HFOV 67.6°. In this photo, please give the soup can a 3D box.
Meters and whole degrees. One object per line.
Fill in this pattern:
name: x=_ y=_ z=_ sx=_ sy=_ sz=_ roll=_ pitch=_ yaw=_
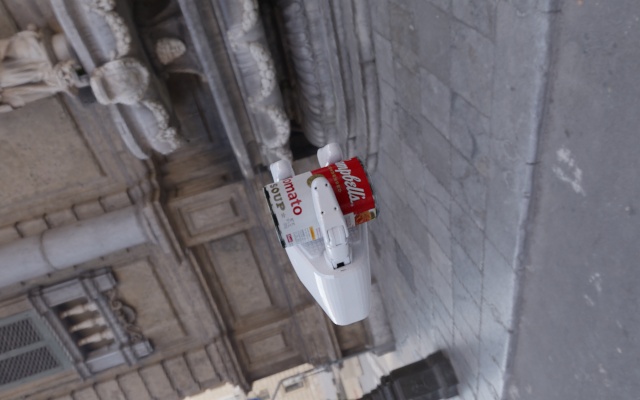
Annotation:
soup can: x=0.000 y=0.001 z=0.483 sx=0.102 sy=0.068 sz=0.068 roll=-18 pitch=1 yaw=-5
